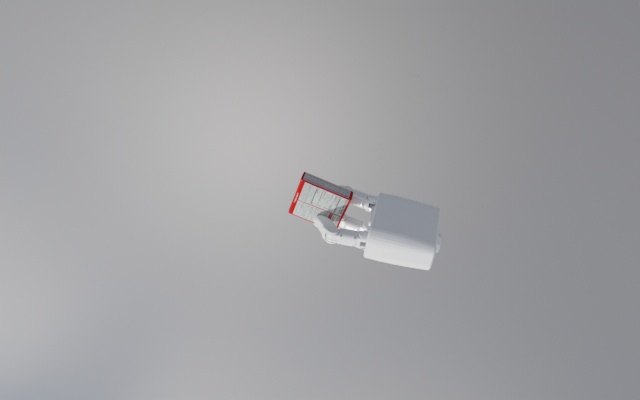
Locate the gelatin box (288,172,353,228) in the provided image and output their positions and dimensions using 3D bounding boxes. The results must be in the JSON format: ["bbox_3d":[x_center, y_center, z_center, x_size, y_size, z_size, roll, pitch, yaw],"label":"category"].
[{"bbox_3d":[0.000,0.003,0.790,0.089,0.073,0.030,22,36,-2],"label":"gelatin box"}]
